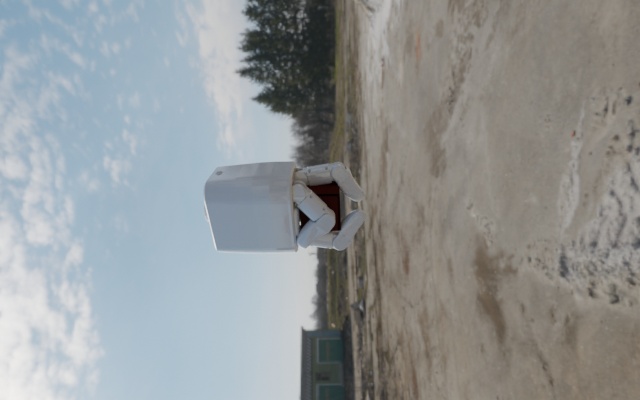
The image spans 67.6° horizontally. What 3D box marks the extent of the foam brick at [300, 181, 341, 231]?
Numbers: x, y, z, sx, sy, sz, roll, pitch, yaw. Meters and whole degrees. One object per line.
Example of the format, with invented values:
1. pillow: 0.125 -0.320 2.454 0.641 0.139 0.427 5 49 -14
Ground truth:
1. foam brick: 0.000 0.002 0.633 0.051 0.053 0.078 -2 21 2
